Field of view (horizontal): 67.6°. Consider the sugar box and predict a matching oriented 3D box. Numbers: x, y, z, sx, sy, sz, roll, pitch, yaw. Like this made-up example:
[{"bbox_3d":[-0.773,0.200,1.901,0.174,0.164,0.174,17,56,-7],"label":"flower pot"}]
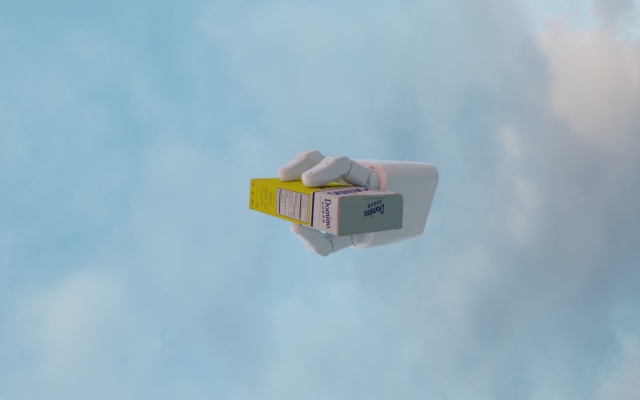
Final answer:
[{"bbox_3d":[0.000,0.001,0.548,0.093,0.048,0.176,-4,7,-38],"label":"sugar box"}]
